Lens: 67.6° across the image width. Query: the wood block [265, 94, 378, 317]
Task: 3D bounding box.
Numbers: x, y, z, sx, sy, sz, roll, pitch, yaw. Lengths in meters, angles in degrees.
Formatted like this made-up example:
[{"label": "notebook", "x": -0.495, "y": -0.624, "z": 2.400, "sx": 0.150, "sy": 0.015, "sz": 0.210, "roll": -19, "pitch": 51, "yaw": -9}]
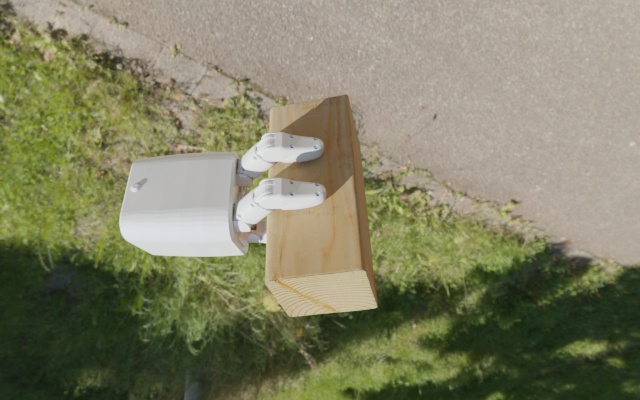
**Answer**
[{"label": "wood block", "x": 0.000, "y": 0.002, "z": 0.490, "sx": 0.090, "sy": 0.206, "sz": 0.091, "roll": -8, "pitch": -34, "yaw": 8}]
